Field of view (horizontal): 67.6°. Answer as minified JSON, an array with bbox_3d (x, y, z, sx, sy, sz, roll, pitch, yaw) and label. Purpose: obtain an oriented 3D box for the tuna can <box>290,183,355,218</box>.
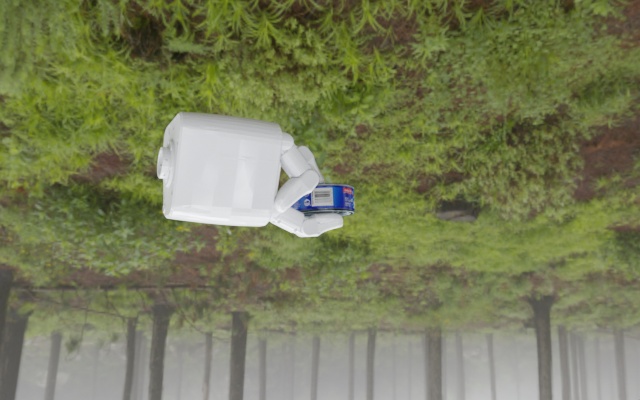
[{"bbox_3d":[0.000,0.003,0.596,0.086,0.033,0.086,-3,-8,0],"label":"tuna can"}]
